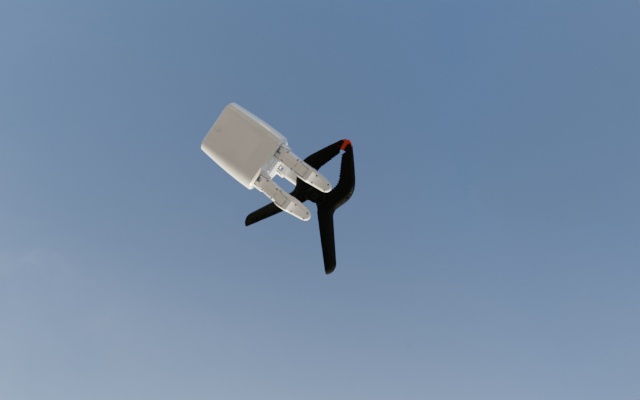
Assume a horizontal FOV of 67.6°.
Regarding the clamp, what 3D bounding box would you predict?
[{"bbox_3d":[0.000,0.002,0.757,0.164,0.210,0.036,37,8,3],"label":"clamp"}]
